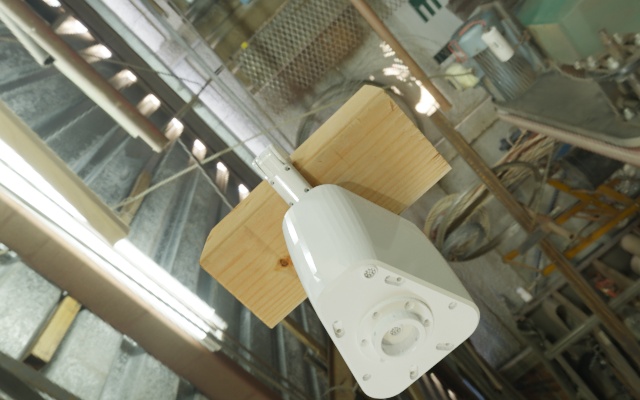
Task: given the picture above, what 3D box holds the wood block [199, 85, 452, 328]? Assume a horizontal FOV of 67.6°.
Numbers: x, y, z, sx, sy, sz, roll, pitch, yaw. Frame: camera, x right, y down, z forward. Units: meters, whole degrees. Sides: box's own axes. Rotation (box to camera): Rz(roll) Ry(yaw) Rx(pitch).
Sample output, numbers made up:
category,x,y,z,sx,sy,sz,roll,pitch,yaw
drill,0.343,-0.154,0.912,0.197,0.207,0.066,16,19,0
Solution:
category,x,y,z,sx,sy,sz,roll,pitch,yaw
wood block,0.000,0.001,0.431,0.206,0.091,0.090,-42,15,7
